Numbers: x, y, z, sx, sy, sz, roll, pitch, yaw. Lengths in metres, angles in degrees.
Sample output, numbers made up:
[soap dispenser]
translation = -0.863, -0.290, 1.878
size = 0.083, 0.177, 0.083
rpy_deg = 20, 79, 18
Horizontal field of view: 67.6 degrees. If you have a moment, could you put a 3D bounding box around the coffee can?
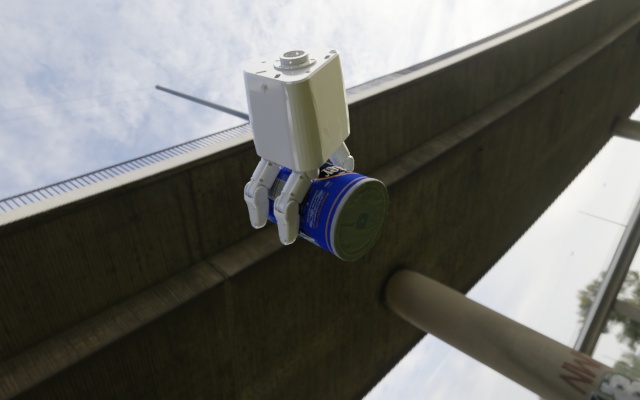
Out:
[coffee can]
translation = 0.000, 0.002, 0.603
size = 0.140, 0.103, 0.103
rpy_deg = 24, 15, 37
